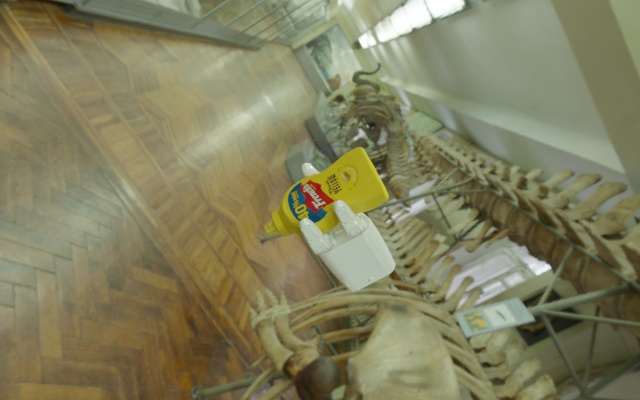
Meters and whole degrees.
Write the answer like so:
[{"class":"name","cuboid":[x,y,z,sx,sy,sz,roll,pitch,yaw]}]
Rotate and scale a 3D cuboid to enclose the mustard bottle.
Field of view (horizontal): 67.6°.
[{"class":"mustard bottle","cuboid":[0.000,0.002,0.725,0.191,0.096,0.058,-29,-33,9]}]
